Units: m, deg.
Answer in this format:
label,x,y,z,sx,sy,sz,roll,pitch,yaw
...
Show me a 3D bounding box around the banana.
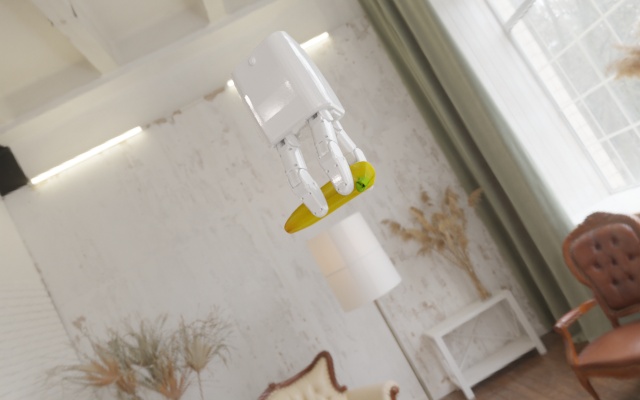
label,x,y,z,sx,sy,sz,roll,pitch,yaw
banana,0.015,-0.007,0.604,0.069,0.037,0.198,-30,-4,-34
